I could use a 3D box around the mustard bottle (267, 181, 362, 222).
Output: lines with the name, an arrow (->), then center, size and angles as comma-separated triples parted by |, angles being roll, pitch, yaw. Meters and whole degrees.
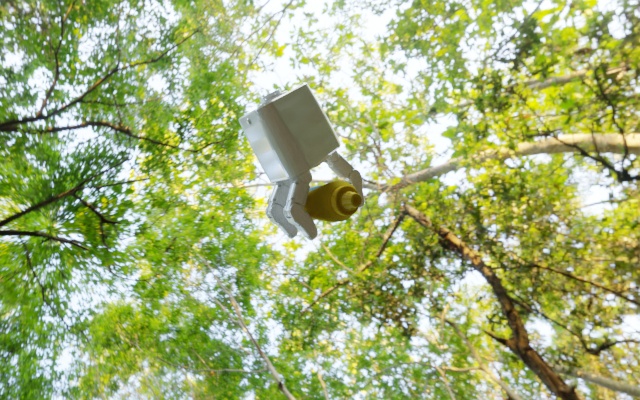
mustard bottle -> 0.000, 0.003, 0.711 | 0.096, 0.058, 0.191 | -8, 1, -30
